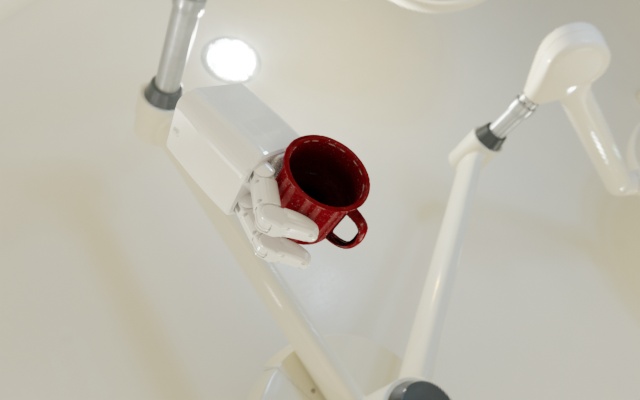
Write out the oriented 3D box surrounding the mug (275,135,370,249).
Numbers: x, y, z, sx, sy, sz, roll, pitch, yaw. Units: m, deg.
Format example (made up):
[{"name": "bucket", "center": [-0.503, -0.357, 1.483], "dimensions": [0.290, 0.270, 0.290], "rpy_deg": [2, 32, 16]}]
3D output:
[{"name": "mug", "center": [0.001, 0.003, 0.493], "dimensions": [0.093, 0.117, 0.081], "rpy_deg": [-38, -10, -42]}]
